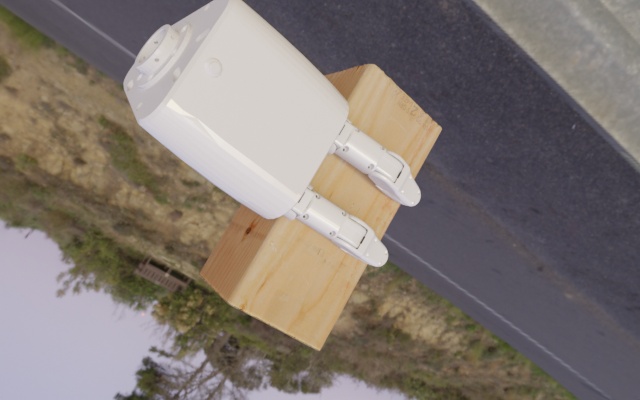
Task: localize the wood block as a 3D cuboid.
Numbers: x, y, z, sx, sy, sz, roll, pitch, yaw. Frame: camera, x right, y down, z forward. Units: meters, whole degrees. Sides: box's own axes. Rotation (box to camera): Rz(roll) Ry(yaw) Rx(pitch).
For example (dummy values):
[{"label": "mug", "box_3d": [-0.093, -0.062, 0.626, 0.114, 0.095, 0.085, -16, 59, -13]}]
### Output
[{"label": "wood block", "box_3d": [0.000, 0.001, 0.401, 0.090, 0.206, 0.091, 35, -11, -27]}]
